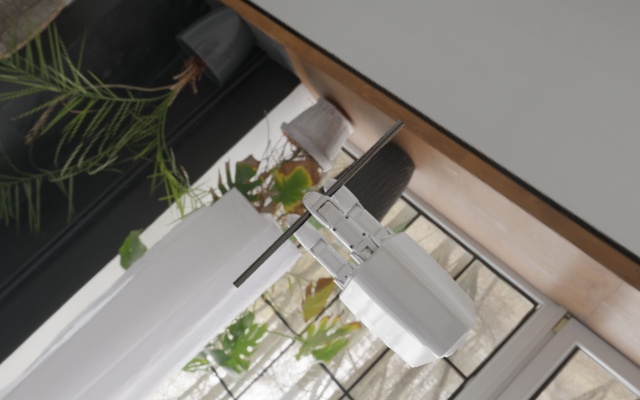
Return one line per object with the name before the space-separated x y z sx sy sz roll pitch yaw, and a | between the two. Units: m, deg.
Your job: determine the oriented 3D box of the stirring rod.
stirring rod | 0.000 0.002 0.490 0.239 0.011 0.011 -44 5 -6
